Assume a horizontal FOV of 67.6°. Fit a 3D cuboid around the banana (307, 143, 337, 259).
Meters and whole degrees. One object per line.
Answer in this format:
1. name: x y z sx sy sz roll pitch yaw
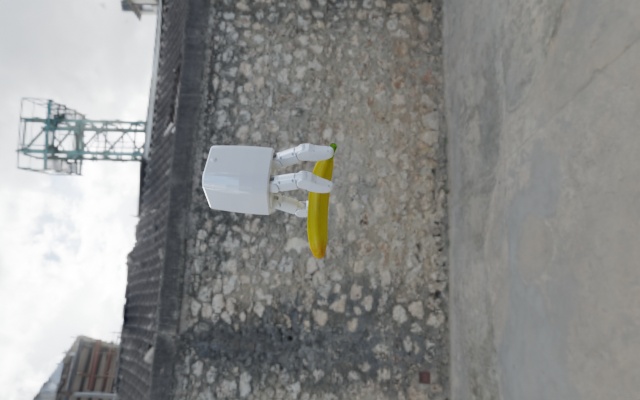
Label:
1. banana: -0.002 0.005 0.803 0.037 0.197 0.070 7 -17 -5
